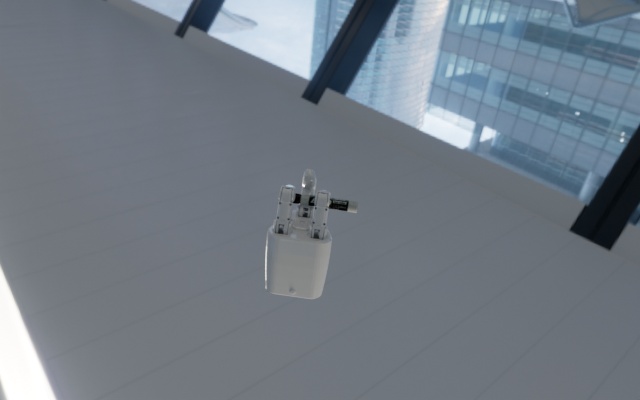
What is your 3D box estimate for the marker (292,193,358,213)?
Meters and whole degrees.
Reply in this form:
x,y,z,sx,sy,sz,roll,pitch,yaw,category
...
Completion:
x,y,z,sx,sy,sz,roll,pitch,yaw,category
0.000,0.002,0.774,0.121,0.020,0.020,8,0,2,marker
